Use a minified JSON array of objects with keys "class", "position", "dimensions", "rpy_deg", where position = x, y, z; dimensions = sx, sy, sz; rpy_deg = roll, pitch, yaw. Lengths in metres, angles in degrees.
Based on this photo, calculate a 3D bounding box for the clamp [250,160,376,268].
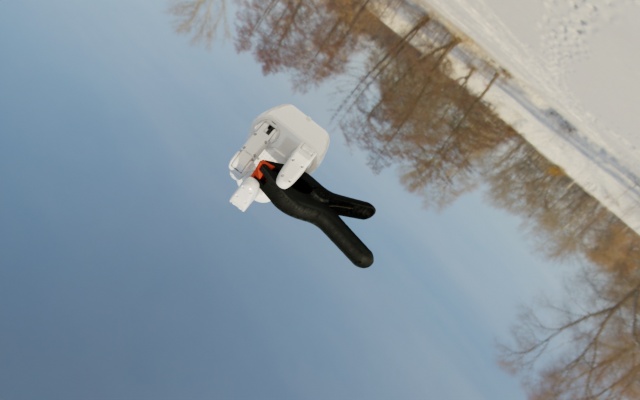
[{"class":"clamp","position":[0.000,0.002,0.578],"dimensions":[0.171,0.039,0.120],"rpy_deg":[37,23,-4]}]
